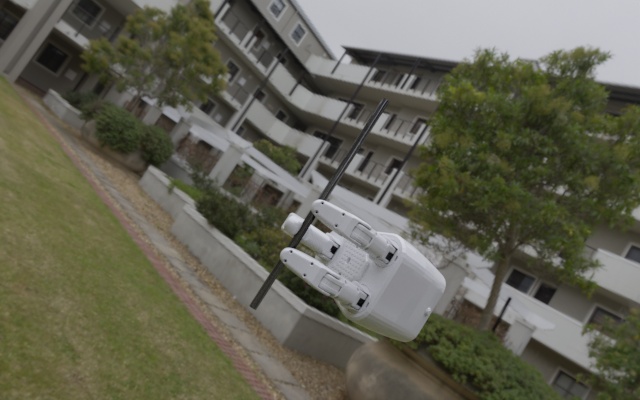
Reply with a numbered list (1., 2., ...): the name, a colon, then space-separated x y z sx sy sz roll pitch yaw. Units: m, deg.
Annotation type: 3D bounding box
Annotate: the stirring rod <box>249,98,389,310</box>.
1. stirring rod: 0.000 0.002 0.465 0.011 0.239 0.011 33 -4 3
